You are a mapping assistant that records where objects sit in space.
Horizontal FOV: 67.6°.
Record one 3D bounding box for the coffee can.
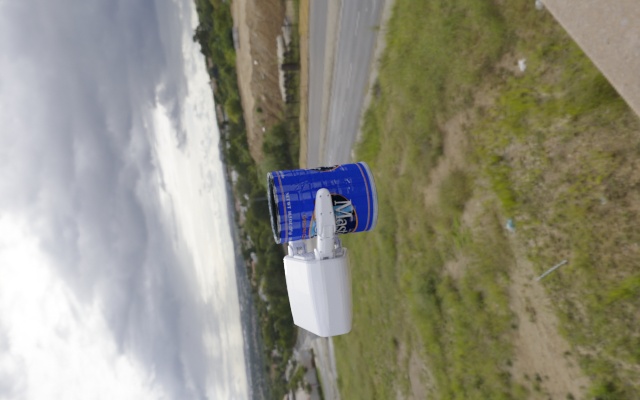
[{"bbox_3d":[0.000,0.002,0.686,0.140,0.103,0.103,-7,1,-11],"label":"coffee can"}]
